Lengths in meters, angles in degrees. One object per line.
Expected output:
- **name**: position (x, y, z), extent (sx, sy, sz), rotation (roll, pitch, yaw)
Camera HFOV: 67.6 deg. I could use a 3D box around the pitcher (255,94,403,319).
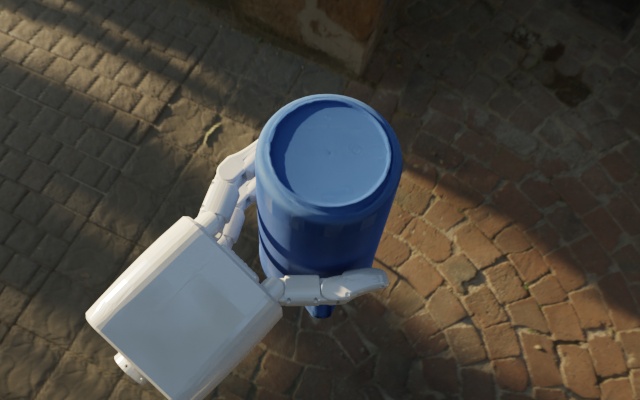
- **pitcher**: position (0.000, 0.002, 0.453), extent (0.149, 0.145, 0.243), rotation (42, -19, 13)
